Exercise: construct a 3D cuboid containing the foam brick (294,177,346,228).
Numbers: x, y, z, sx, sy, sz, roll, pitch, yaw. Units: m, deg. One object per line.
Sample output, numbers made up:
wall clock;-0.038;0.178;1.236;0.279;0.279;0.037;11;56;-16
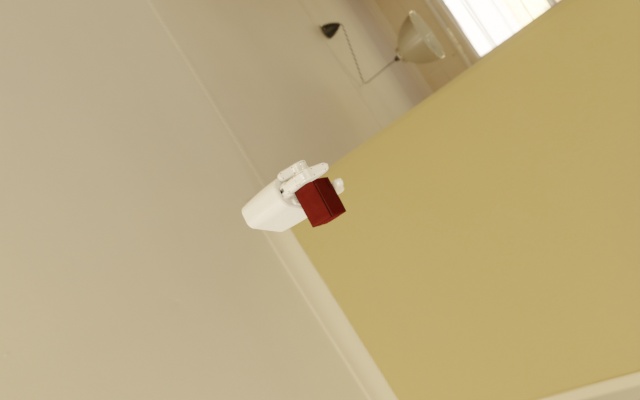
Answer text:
foam brick;0.000;0.003;0.883;0.051;0.078;0.053;-35;-12;32
